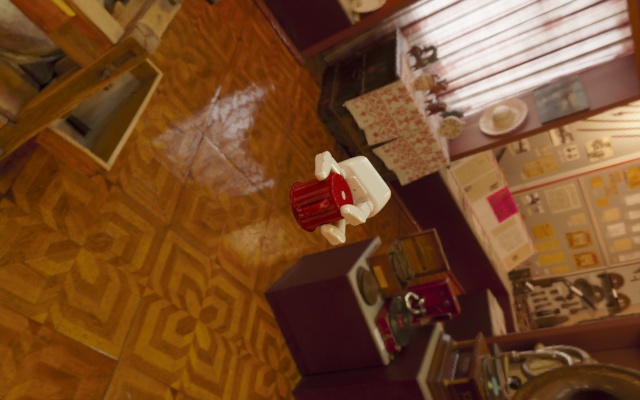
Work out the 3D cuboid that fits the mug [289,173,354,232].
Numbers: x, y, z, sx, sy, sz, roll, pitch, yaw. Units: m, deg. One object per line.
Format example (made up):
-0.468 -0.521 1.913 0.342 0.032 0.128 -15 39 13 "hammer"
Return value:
0.000 0.003 0.821 0.081 0.093 0.117 -18 4 26 "mug"
